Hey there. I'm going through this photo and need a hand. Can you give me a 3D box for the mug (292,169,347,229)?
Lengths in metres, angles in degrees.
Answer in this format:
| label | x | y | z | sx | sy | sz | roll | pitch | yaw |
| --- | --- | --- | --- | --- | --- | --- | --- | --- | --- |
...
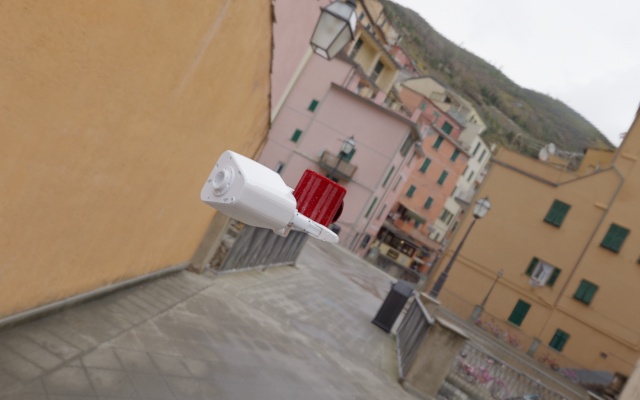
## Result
| label | x | y | z | sx | sy | sz | roll | pitch | yaw |
| --- | --- | --- | --- | --- | --- | --- | --- | --- | --- |
| mug | 0.001 | 0.003 | 0.828 | 0.117 | 0.081 | 0.093 | 28 | 1 | -43 |
